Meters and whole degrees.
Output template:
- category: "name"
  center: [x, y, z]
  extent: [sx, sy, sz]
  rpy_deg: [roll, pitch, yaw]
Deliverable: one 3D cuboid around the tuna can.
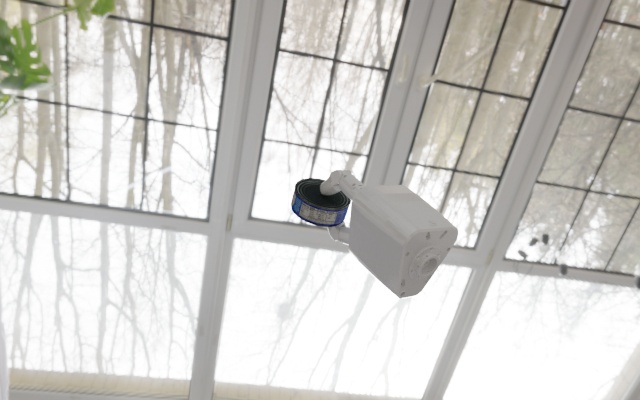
- category: "tuna can"
  center: [0.000, 0.003, 0.701]
  extent: [0.086, 0.034, 0.086]
  rpy_deg: [13, 29, -7]
